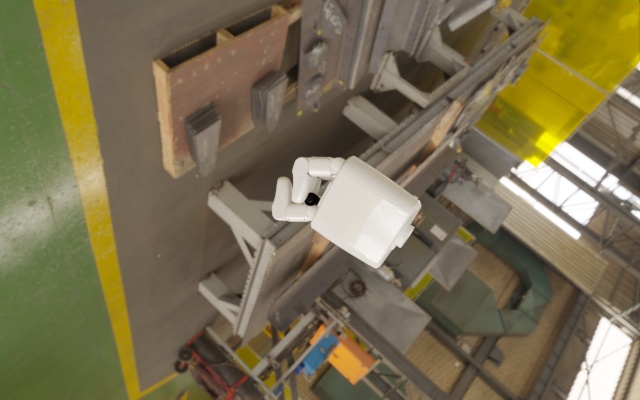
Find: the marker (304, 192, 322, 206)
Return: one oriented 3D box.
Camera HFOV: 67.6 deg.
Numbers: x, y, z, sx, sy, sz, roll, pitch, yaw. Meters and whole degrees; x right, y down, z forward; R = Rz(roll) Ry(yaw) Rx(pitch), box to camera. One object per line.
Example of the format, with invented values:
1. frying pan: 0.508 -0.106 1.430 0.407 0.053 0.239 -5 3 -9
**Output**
1. marker: 0.000 0.002 0.687 0.020 0.020 0.121 0 -4 14
